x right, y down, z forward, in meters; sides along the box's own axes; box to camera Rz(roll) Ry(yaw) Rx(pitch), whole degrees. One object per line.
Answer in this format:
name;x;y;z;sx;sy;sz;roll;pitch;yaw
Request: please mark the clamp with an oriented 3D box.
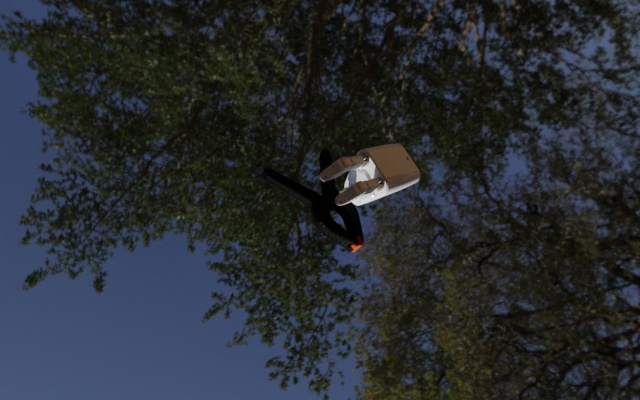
clamp;0.000;0.004;0.858;0.164;0.210;0.036;-17;-21;-39
